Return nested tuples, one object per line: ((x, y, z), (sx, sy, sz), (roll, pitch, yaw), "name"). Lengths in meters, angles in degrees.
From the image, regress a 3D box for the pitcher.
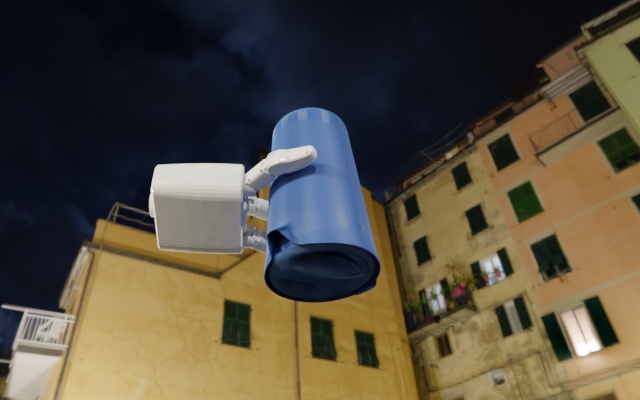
((0.000, 0.002, 0.619), (0.145, 0.242, 0.149), (-1, -39, -6), "pitcher")
